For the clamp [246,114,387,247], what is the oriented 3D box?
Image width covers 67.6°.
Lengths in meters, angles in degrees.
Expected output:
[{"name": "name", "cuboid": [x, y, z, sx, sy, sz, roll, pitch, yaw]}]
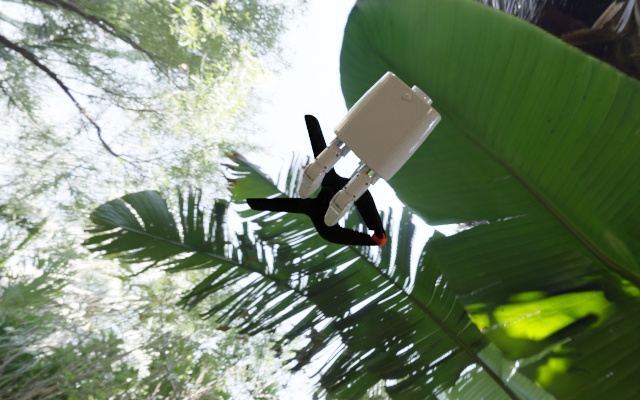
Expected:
[{"name": "clamp", "cuboid": [0.001, 0.002, 0.676, 0.210, 0.164, 0.036, 46, 13, 16]}]
